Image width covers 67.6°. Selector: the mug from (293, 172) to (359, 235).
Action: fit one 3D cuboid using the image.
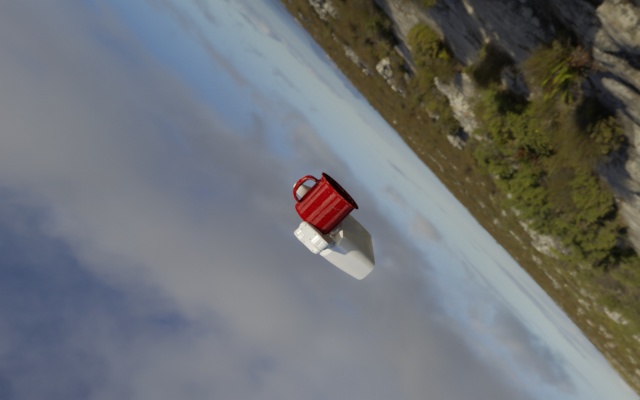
[{"bbox_3d":[-0.001,0.002,0.861,0.117,0.081,0.093,39,12,-28],"label":"mug"}]
